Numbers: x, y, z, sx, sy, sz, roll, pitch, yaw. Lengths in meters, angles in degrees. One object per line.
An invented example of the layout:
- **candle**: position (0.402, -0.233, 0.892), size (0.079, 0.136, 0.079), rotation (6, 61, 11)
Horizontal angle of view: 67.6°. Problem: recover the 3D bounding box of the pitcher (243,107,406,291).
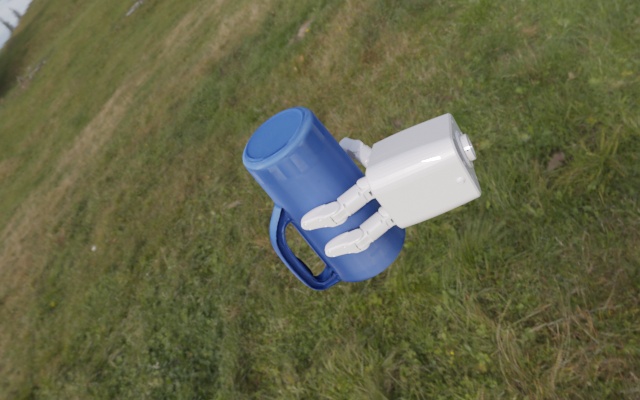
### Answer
- **pitcher**: position (0.000, 0.002, 0.651), size (0.145, 0.149, 0.243), rotation (-21, -52, 26)
